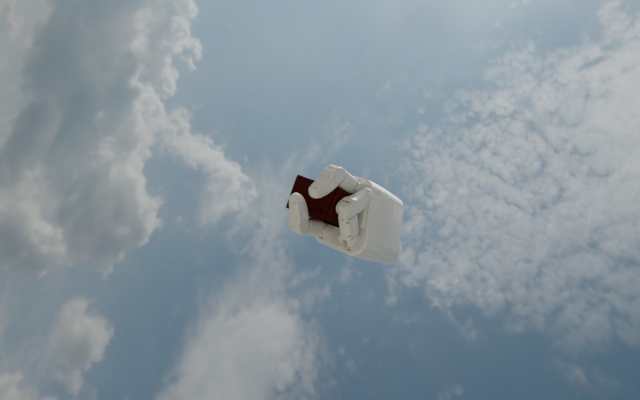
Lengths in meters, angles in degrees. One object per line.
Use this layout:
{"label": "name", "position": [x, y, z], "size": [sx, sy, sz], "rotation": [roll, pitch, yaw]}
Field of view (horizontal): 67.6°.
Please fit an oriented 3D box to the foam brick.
{"label": "foam brick", "position": [0.000, 0.002, 0.682], "size": [0.078, 0.053, 0.051], "rotation": [20, -2, 41]}
